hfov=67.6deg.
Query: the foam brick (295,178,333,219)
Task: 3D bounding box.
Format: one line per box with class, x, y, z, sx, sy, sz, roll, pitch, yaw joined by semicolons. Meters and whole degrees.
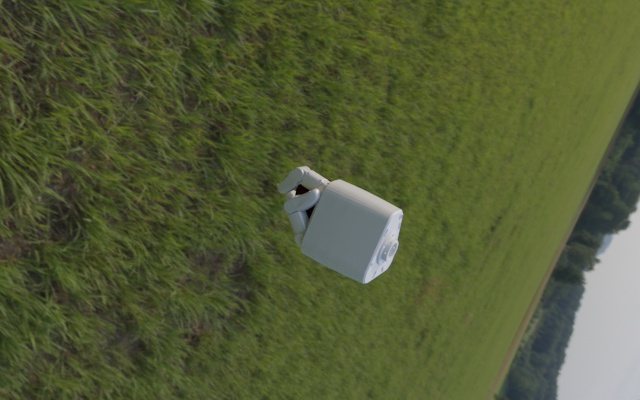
foam brick;0.000;0.002;0.734;0.051;0.053;0.078;25;23;26
